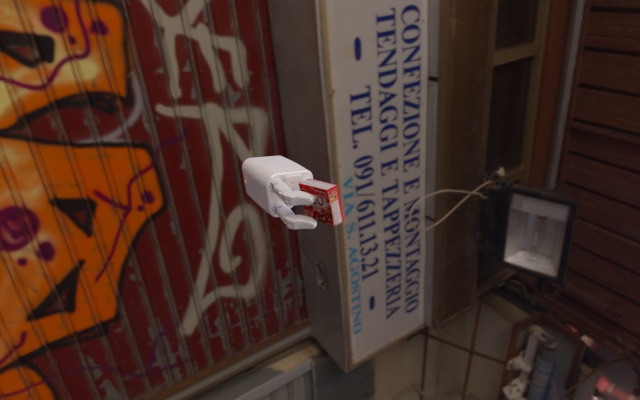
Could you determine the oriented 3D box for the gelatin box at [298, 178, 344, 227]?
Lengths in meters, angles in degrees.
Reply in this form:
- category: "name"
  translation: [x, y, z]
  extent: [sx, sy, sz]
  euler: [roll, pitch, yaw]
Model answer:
- category: "gelatin box"
  translation: [0.001, 0.003, 0.888]
  extent: [0.030, 0.073, 0.089]
  euler: [-25, 26, -33]
